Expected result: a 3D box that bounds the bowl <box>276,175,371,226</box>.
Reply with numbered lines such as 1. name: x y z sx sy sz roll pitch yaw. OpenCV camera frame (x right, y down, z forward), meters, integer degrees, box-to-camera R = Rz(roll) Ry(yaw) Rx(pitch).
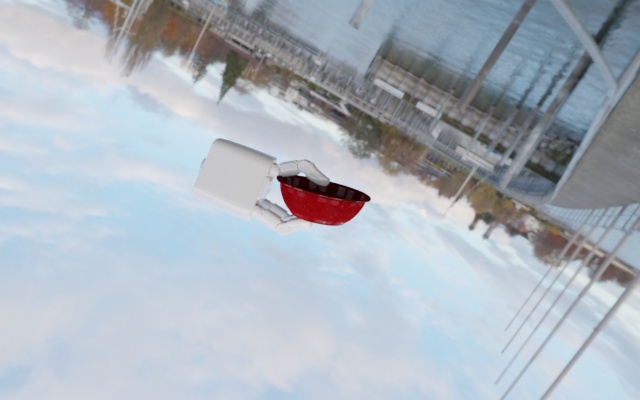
1. bowl: 0.001 0.003 0.795 0.162 0.055 0.162 12 11 -2
